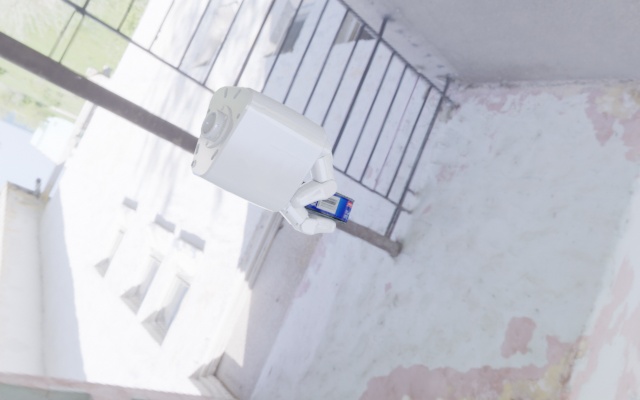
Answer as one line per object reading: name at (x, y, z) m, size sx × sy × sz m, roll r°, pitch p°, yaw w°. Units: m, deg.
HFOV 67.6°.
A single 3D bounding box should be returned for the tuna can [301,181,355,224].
tuna can at (0.000, 0.003, 0.636) m, size 0.086 × 0.034 × 0.086 m, roll 19°, pitch -3°, yaw 1°
